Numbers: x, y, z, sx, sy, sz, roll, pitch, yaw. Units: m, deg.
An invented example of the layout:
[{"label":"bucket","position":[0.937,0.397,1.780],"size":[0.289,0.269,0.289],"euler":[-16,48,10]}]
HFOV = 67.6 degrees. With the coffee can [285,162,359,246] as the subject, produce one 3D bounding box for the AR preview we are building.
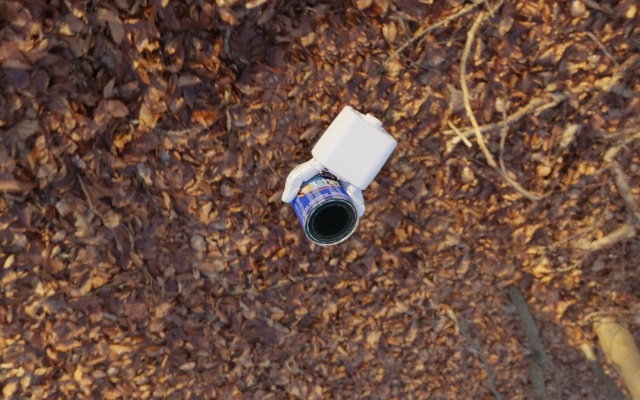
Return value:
[{"label":"coffee can","position":[0.000,0.003,0.893],"size":[0.103,0.103,0.140],"euler":[0,31,-20]}]
